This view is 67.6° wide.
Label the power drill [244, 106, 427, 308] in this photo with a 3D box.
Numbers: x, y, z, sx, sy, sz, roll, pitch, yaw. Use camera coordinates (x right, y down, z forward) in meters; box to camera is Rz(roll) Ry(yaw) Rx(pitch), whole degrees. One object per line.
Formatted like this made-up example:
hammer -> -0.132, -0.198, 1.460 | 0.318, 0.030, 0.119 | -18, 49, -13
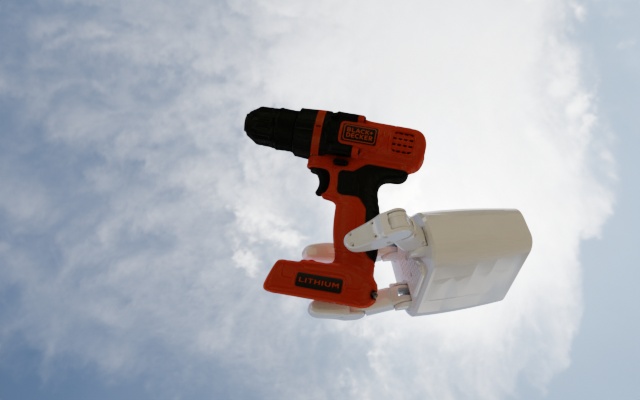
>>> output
power drill -> 0.000, 0.002, 0.464 | 0.184, 0.187, 0.057 | 10, -11, 7
